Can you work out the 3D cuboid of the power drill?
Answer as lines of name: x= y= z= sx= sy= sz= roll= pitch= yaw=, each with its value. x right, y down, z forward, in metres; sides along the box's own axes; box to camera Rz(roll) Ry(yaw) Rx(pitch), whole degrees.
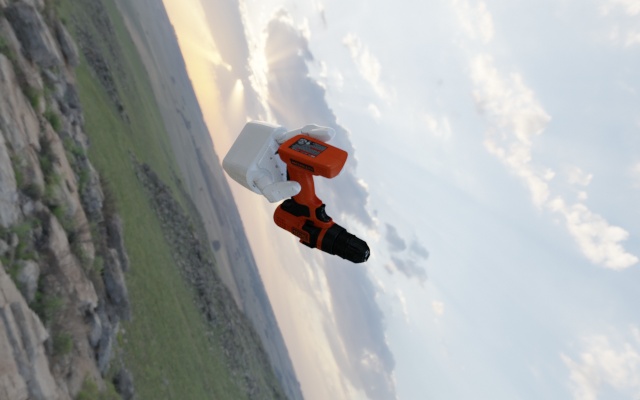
power drill: x=0.000 y=0.002 z=0.745 sx=0.184 sy=0.188 sz=0.057 roll=23 pitch=43 yaw=25
